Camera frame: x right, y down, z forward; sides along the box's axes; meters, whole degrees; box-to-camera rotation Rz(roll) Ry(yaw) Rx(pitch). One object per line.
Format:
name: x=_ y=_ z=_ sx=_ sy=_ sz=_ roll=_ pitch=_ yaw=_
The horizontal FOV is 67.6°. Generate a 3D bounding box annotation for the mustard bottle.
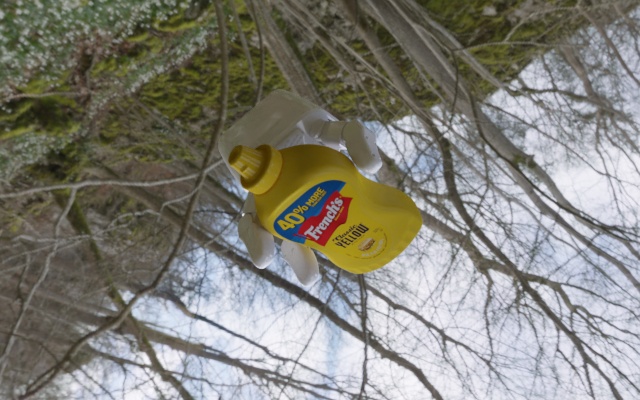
mustard bottle: x=0.000 y=0.002 z=0.429 sx=0.192 sy=0.058 sz=0.096 roll=30 pitch=-58 yaw=-36
